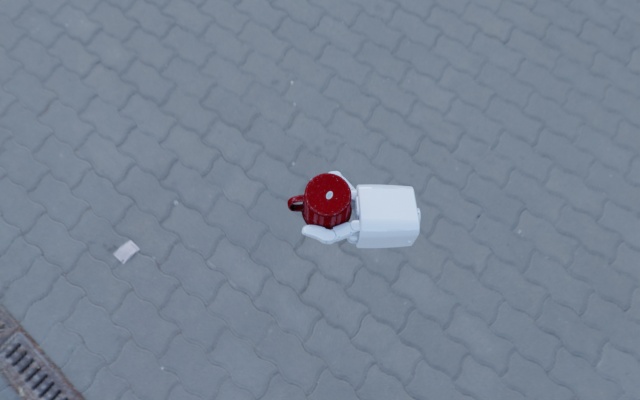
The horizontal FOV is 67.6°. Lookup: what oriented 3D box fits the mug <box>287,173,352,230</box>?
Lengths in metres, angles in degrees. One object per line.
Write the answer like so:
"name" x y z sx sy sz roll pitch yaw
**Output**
"mug" -0.001 0.003 0.843 0.117 0.093 0.081 0 -21 -1
